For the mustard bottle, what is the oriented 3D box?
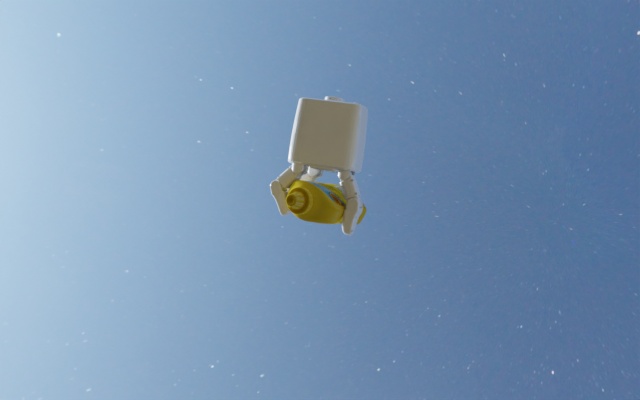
[{"bbox_3d":[0.000,0.003,0.779,0.096,0.058,0.191,36,13,23],"label":"mustard bottle"}]
